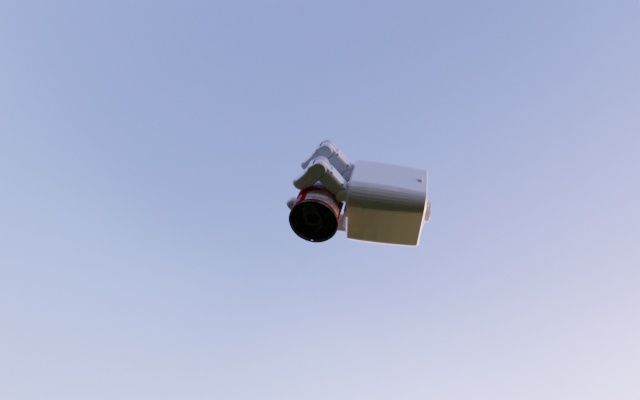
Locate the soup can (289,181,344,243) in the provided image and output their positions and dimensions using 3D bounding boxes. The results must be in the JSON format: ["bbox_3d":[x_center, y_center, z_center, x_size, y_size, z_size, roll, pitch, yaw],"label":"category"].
[{"bbox_3d":[0.000,0.002,0.678,0.068,0.068,0.102,0,32,13],"label":"soup can"}]
